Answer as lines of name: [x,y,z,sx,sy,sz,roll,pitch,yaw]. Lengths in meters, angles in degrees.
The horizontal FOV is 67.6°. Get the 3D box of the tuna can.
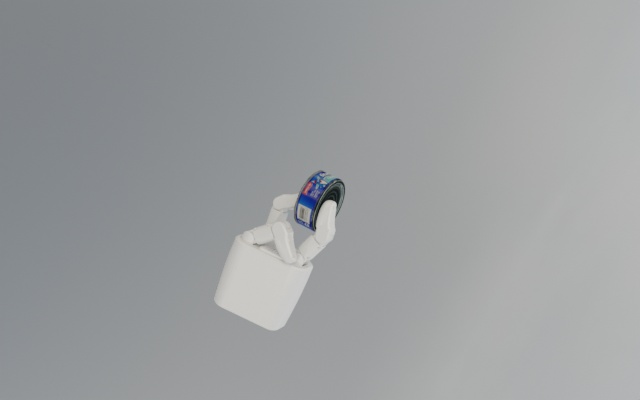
tuna can: [0.001,0.002,0.690,0.033,0.086,0.086,26,11,24]
